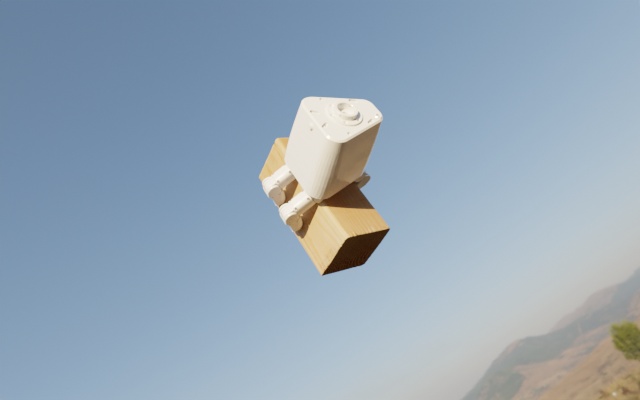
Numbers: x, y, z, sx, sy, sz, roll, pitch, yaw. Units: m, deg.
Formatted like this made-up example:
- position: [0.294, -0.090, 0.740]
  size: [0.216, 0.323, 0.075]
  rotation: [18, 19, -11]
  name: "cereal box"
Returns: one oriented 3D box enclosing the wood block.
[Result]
- position: [0.000, 0.002, 0.739]
  size: [0.091, 0.206, 0.090]
  rotation: [-8, -39, -39]
  name: "wood block"
